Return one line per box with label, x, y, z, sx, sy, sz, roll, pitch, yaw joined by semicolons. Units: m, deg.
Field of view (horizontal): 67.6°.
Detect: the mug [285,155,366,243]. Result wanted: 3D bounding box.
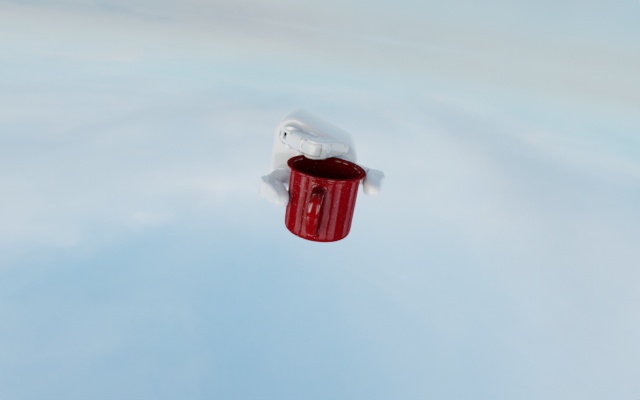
mug;0.000;0.003;0.557;0.093;0.081;0.117;10;21;3
